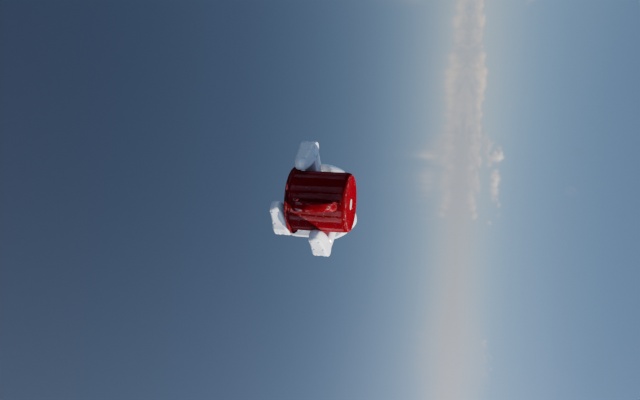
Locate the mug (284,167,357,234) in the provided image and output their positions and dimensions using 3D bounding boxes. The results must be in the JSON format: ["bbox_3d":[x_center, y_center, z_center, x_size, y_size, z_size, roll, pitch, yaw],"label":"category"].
[{"bbox_3d":[0.000,0.002,0.638,0.081,0.093,0.117,3,4,14],"label":"mug"}]
